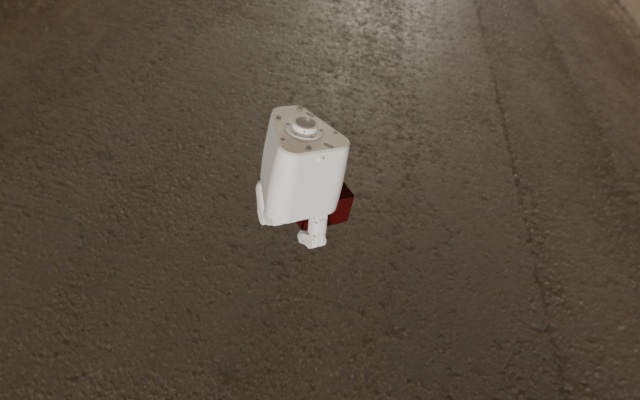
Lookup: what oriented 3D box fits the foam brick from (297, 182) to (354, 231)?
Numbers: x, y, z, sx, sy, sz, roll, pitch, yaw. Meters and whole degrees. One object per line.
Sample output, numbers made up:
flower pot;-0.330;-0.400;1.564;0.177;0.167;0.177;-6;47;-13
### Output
foam brick;0.000;0.002;0.686;0.078;0.051;0.053;-11;44;-27
